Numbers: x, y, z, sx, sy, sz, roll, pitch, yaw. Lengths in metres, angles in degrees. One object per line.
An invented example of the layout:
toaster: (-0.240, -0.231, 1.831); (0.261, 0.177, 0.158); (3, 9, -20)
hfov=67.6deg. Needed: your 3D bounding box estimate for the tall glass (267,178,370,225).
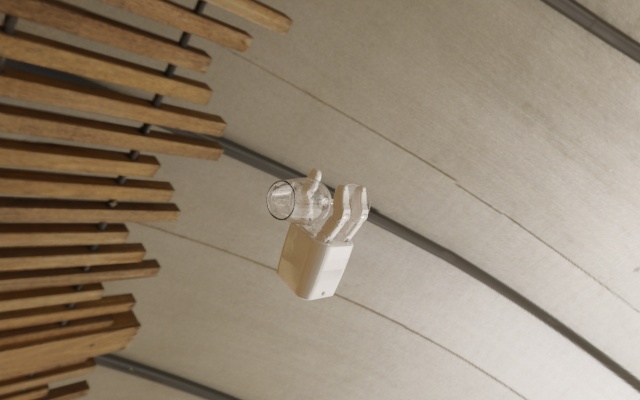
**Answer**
tall glass: (0.001, 0.003, 0.814); (0.079, 0.079, 0.201); (0, -2, 38)
